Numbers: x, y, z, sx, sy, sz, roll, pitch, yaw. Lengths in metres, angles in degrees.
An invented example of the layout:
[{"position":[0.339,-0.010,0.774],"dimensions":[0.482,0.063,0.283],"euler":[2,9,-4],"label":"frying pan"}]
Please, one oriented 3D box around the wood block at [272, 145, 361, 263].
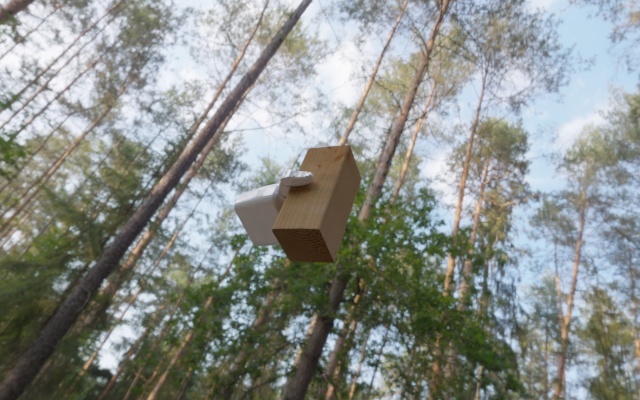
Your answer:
[{"position":[0.000,0.003,0.862],"dimensions":[0.090,0.206,0.091],"euler":[-1,-44,25],"label":"wood block"}]
